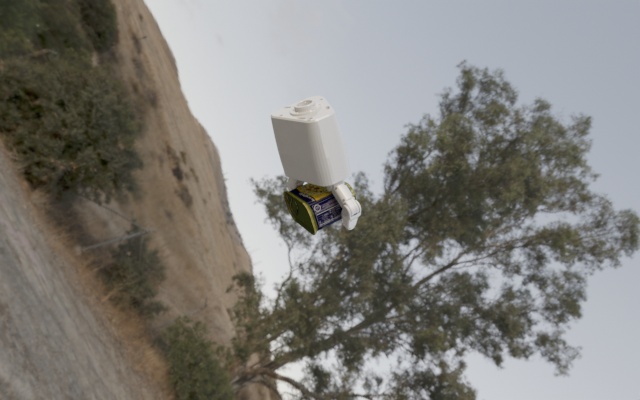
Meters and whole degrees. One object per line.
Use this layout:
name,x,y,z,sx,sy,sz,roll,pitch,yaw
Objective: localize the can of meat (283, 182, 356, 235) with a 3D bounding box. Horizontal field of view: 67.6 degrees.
can of meat,0.000,0.002,0.773,0.084,0.057,0.102,-26,27,-19
